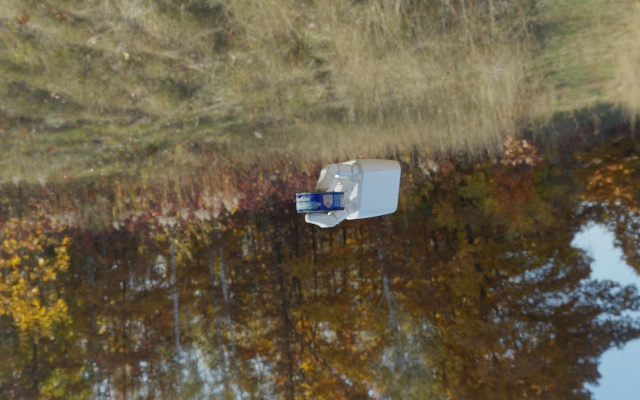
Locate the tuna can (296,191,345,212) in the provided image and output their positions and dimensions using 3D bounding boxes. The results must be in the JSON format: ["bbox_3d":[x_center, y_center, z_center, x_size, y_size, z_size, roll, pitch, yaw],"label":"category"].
[{"bbox_3d":[0.000,0.003,0.840,0.086,0.034,0.086,-2,-2,0],"label":"tuna can"}]
